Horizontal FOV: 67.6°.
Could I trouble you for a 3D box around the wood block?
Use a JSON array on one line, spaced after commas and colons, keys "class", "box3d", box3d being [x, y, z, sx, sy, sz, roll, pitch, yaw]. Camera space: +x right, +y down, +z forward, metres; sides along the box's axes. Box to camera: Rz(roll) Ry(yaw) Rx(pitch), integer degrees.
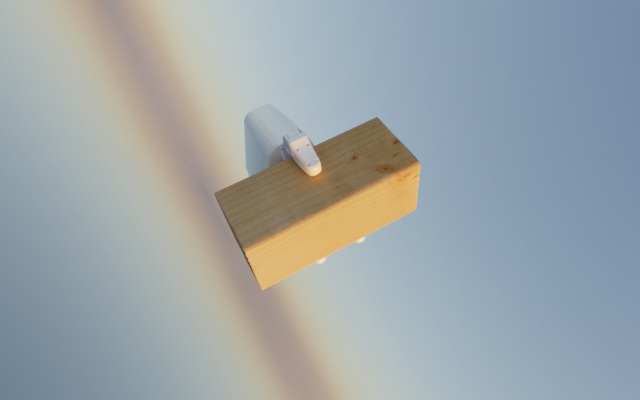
[{"class": "wood block", "box3d": [0.000, 0.001, 0.542, 0.206, 0.090, 0.091, -27, -35, -12]}]
